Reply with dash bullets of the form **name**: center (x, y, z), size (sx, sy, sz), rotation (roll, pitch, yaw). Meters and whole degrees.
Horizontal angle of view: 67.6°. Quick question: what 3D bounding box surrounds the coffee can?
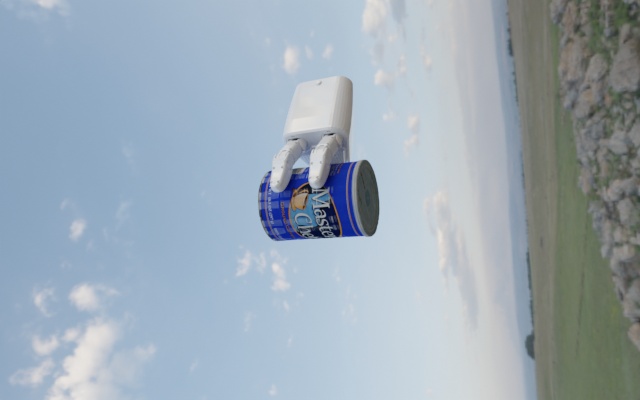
- **coffee can**: center (0.000, 0.002, 0.657), size (0.140, 0.103, 0.103), rotation (-5, -2, 22)
